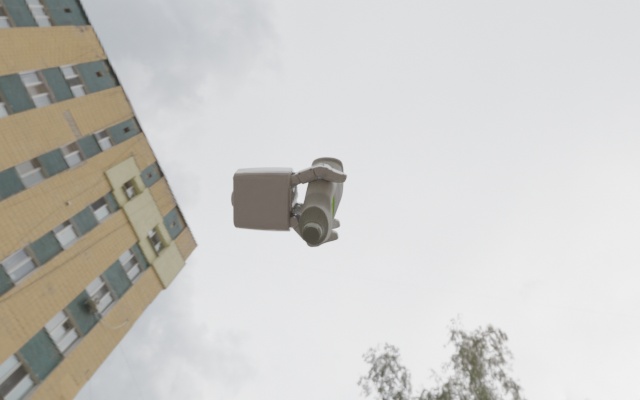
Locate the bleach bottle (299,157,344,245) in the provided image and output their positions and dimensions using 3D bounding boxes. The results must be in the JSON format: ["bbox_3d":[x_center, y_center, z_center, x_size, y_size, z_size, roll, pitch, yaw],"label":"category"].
[{"bbox_3d":[0.000,0.003,0.865,0.068,0.103,0.250,1,21,7],"label":"bleach bottle"}]
